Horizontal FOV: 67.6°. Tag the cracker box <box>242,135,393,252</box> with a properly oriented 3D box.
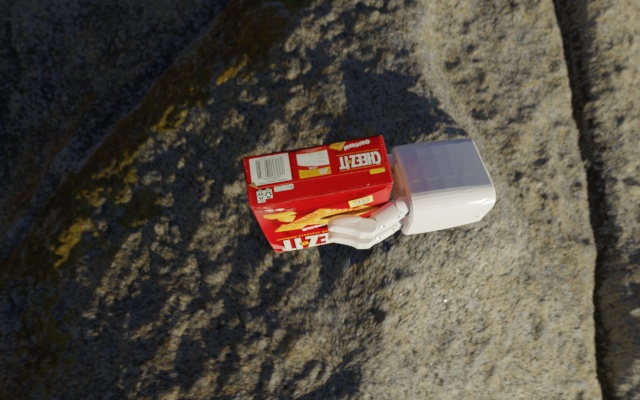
[{"bbox_3d":[0.000,0.002,0.628,0.164,0.072,0.214,-10,-20,-1],"label":"cracker box"}]
